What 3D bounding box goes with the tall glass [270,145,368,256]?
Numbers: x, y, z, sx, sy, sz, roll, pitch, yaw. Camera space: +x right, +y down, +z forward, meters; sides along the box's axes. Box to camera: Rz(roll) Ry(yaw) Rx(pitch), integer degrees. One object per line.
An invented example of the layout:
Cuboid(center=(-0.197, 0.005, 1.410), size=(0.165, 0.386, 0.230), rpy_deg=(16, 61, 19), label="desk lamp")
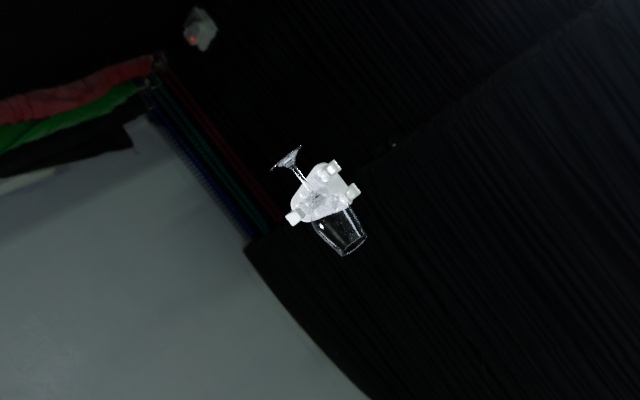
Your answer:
Cuboid(center=(0.000, 0.002, 0.853), size=(0.079, 0.201, 0.079), rpy_deg=(-38, 3, 2), label="tall glass")
